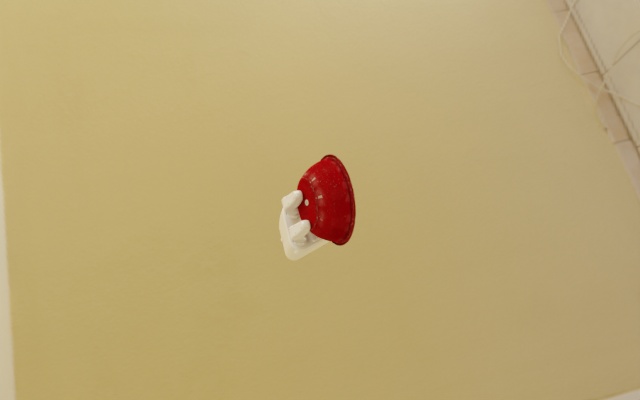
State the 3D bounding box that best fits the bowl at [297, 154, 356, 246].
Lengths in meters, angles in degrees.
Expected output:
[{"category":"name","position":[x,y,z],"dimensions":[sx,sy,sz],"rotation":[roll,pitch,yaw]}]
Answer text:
[{"category":"bowl","position":[0.000,0.002,0.827],"dimensions":[0.055,0.162,0.162],"rotation":[-8,3,-24]}]
